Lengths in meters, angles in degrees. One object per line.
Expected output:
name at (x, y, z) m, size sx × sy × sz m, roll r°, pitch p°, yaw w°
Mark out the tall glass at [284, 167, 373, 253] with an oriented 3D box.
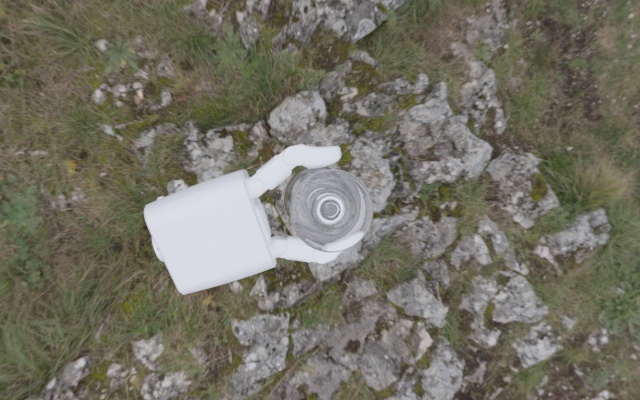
tall glass at (0.000, 0.002, 0.519) m, size 0.079 × 0.079 × 0.201 m, roll 0°, pitch 5°, yaw -5°
